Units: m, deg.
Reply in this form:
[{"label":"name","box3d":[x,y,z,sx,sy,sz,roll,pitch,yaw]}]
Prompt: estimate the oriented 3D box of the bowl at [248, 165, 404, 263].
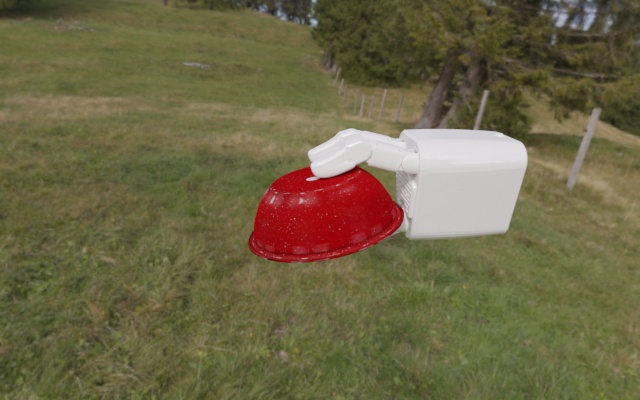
[{"label":"bowl","box3d":[-0.001,0.002,0.480,0.162,0.055,0.162,-11,19,4]}]
